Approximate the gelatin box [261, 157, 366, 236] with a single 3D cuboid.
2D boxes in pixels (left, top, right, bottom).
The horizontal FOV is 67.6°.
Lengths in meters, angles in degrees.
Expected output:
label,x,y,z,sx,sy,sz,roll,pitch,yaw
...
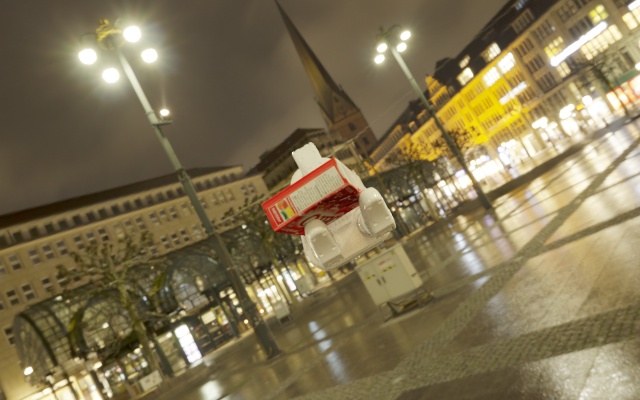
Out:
label,x,y,z,sx,sy,sz,roll,pitch,yaw
gelatin box,0.000,0.001,0.419,0.073,0.030,0.089,-32,-15,11
